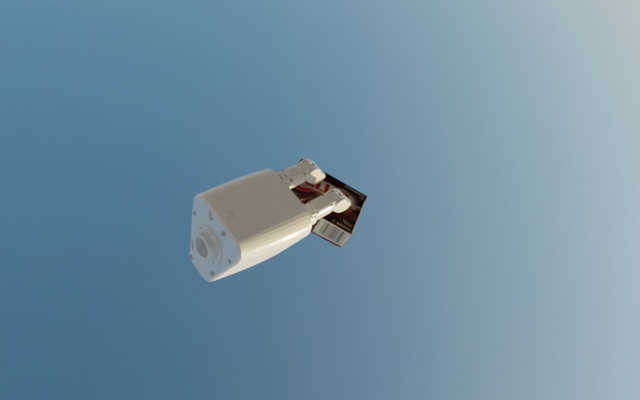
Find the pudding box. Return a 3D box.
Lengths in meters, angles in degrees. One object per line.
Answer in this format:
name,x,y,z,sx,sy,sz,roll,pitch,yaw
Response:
pudding box,0.000,0.002,0.661,0.113,0.039,0.090,31,41,-3
